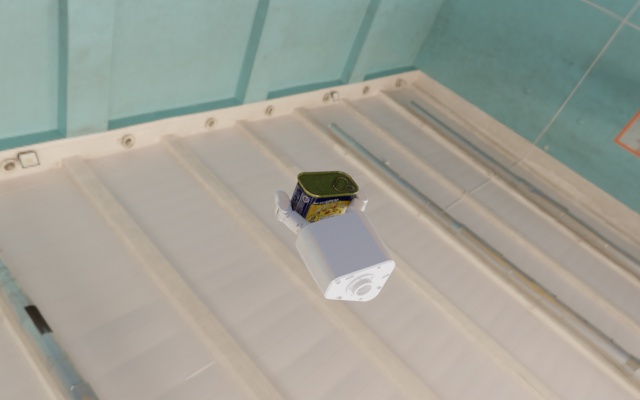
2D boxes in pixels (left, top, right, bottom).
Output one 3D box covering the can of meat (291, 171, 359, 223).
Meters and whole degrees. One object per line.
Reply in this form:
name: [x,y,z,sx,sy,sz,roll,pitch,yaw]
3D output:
can of meat: [0.000,0.003,0.778,0.102,0.084,0.057,-5,44,-33]
